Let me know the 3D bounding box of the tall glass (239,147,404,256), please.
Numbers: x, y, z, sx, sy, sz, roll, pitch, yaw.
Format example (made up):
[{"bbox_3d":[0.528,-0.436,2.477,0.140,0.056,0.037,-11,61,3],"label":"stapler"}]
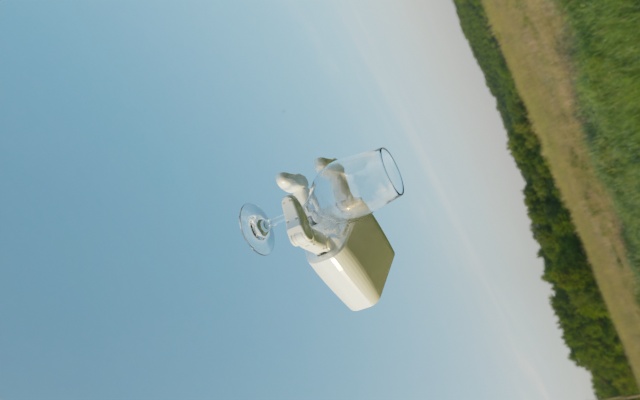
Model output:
[{"bbox_3d":[-0.001,0.002,0.595,0.201,0.079,0.079,-24,-10,23],"label":"tall glass"}]
